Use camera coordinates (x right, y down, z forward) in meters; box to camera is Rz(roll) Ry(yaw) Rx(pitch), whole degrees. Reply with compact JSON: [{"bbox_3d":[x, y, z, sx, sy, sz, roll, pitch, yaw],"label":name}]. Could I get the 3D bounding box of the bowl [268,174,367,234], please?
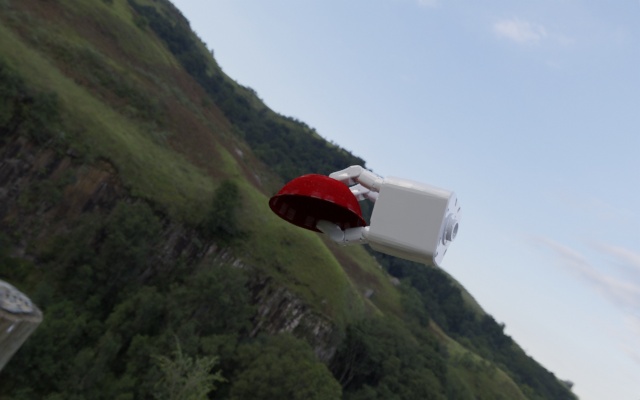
[{"bbox_3d":[-0.001,0.002,0.778,0.162,0.055,0.162,12,-21,5],"label":"bowl"}]
